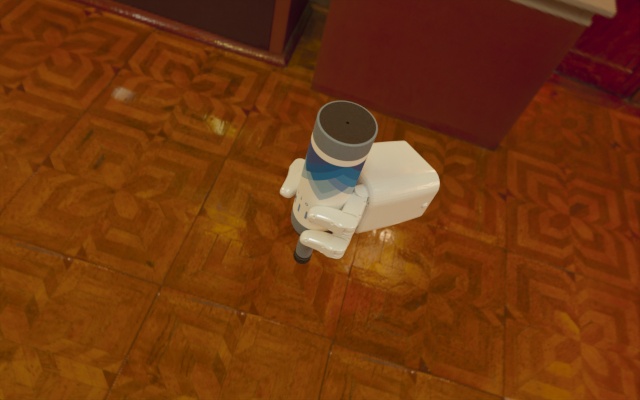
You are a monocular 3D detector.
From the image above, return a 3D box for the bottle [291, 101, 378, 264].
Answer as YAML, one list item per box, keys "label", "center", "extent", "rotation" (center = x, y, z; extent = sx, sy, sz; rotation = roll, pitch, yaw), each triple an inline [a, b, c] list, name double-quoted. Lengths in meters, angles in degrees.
- label: "bottle"
  center: [0.000, 0.002, 0.620]
  extent: [0.069, 0.069, 0.296]
  rotation: [0, -35, -14]
